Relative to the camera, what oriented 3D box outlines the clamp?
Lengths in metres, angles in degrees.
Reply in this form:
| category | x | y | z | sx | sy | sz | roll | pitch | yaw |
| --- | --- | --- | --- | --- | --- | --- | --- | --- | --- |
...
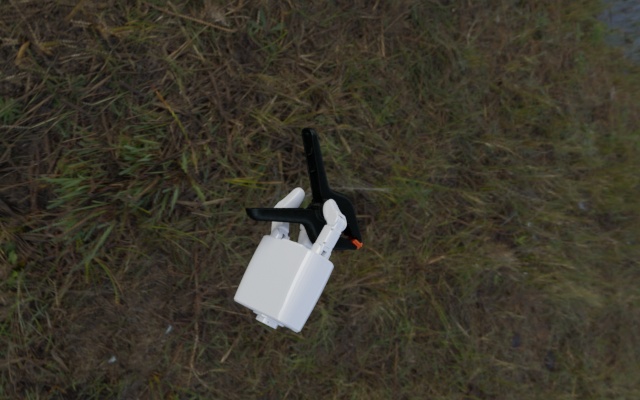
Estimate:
| category | x | y | z | sx | sy | sz | roll | pitch | yaw |
| --- | --- | --- | --- | --- | --- | --- | --- | --- | --- |
| clamp | 0.001 | 0.003 | 0.738 | 0.210 | 0.164 | 0.036 | 38 | -18 | -34 |
